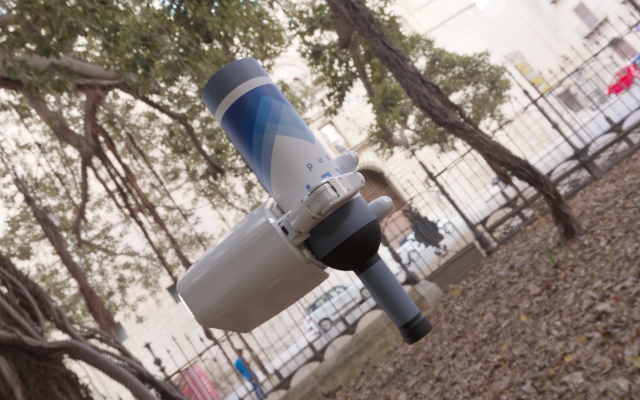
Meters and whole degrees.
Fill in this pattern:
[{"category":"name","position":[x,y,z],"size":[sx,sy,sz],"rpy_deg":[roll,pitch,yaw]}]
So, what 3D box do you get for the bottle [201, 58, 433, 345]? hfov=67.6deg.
[{"category":"bottle","position":[0.000,0.001,0.438],"size":[0.069,0.295,0.069],"rpy_deg":[-36,-10,-7]}]
